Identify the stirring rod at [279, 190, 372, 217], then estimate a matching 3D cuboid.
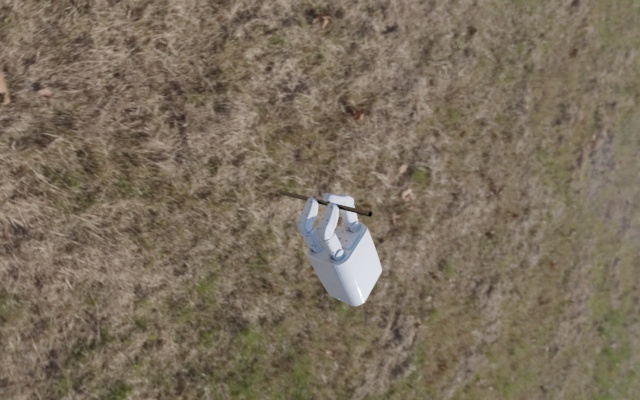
[{"bbox_3d":[0.000,0.003,0.826,0.011,0.011,0.239,0,9,-40],"label":"stirring rod"}]
